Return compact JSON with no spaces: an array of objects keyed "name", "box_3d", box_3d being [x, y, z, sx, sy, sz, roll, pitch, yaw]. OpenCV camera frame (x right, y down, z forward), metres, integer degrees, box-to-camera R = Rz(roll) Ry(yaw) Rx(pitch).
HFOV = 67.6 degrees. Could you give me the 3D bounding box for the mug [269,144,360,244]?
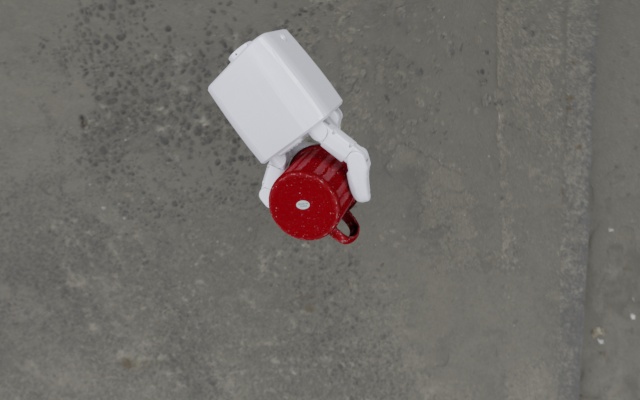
[{"name":"mug","box_3d":[0.001,0.003,0.536,0.093,0.117,0.081,-35,9,28]}]
